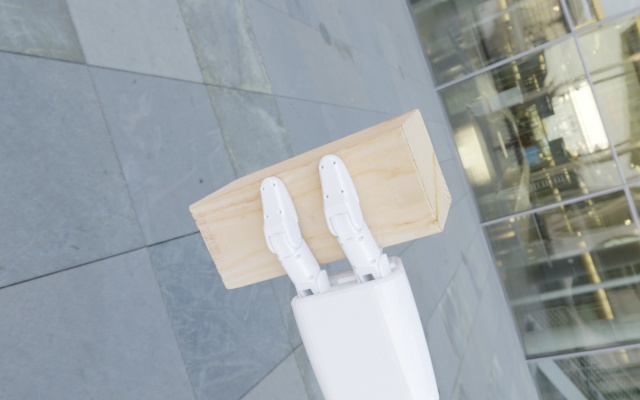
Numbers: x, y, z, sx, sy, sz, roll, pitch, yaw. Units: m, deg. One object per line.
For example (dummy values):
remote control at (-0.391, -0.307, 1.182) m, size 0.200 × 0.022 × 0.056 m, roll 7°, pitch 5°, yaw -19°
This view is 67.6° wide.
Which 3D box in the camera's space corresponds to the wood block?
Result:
wood block at (0.000, 0.002, 0.432) m, size 0.206 × 0.090 × 0.090 m, roll -19°, pitch 10°, yaw 24°
